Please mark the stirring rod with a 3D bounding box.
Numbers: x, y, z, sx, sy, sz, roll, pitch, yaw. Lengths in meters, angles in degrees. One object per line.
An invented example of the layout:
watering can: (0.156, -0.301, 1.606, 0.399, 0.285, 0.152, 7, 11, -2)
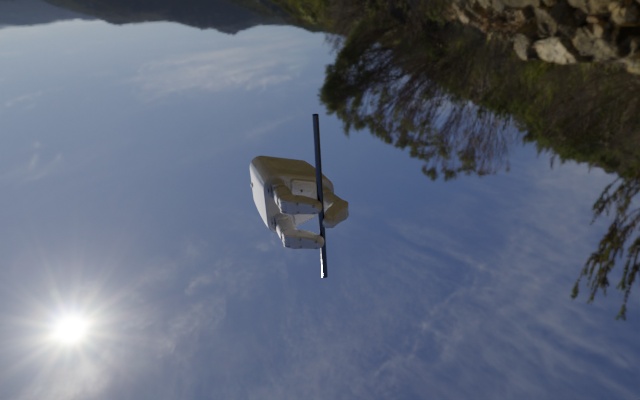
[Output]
stirring rod: (0.000, 0.002, 0.643, 0.011, 0.240, 0.011, -3, 26, 1)
